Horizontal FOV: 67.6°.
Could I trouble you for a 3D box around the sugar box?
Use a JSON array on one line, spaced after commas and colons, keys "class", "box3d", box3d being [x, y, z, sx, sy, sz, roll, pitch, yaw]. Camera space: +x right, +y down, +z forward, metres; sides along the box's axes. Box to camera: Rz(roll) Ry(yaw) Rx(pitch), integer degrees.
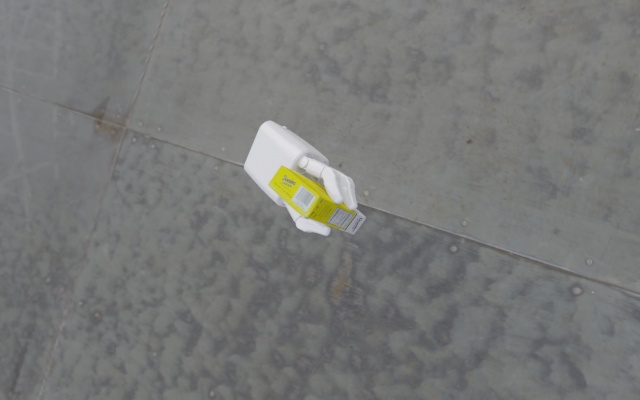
[{"class": "sugar box", "box3d": [0.000, 0.002, 0.792, 0.093, 0.048, 0.176, 41, 11, 29]}]
